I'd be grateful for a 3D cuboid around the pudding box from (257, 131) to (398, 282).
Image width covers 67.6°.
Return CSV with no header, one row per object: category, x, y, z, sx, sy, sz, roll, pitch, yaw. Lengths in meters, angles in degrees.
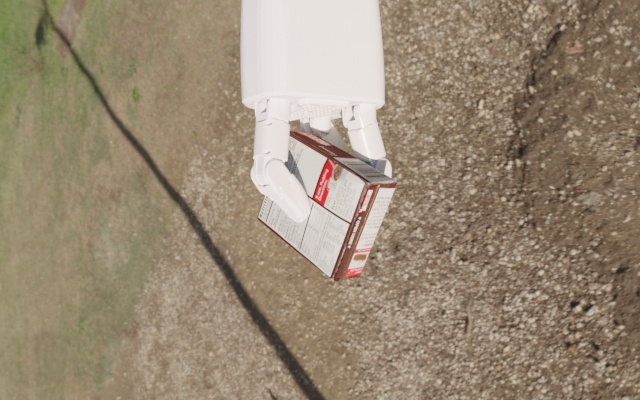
pudding box,0.000,0.001,0.407,0.039,0.090,0.113,0,26,-43
